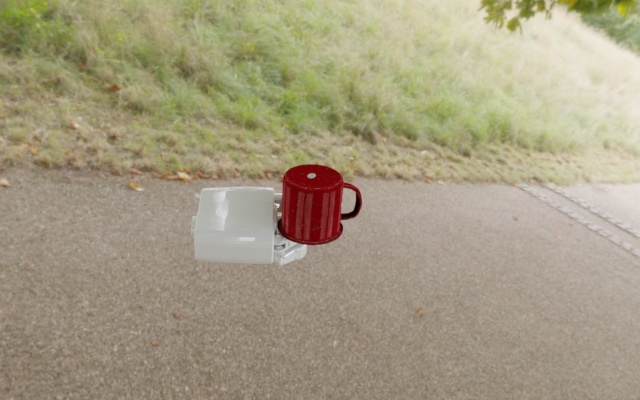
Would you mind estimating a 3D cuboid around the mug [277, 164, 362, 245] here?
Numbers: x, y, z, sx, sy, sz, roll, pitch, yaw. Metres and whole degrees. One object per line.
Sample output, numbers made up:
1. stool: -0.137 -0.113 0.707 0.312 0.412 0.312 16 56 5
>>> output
1. mug: 0.002 0.002 0.653 0.117 0.081 0.093 0 29 -8
